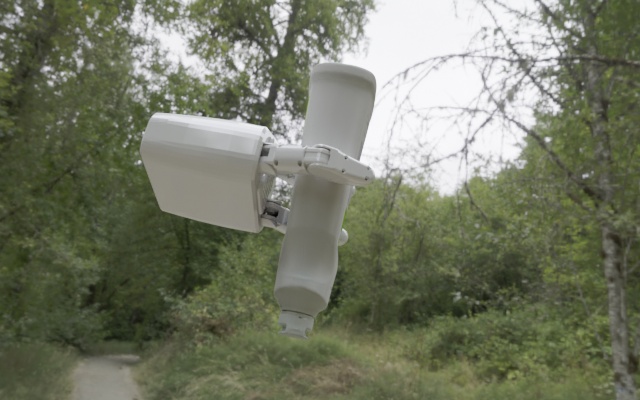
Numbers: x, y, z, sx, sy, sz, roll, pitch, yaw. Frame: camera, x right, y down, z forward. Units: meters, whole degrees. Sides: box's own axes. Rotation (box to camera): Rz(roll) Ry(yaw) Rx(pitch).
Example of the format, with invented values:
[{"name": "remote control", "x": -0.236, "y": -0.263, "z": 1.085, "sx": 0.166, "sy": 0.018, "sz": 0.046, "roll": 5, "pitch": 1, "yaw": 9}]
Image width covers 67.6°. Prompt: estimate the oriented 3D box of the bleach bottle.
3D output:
[{"name": "bleach bottle", "x": 0.000, "y": 0.001, "z": 0.455, "sx": 0.068, "sy": 0.250, "sz": 0.103, "roll": 10, "pitch": -20, "yaw": 5}]
